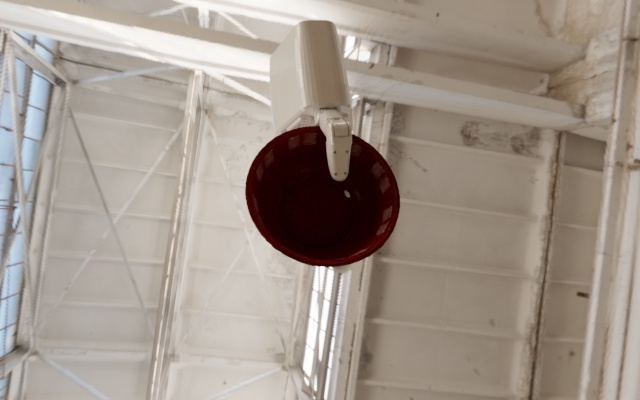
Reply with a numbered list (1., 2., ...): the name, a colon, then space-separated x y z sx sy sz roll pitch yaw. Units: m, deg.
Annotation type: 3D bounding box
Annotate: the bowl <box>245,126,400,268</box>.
1. bowl: 0.000 0.003 0.512 0.162 0.162 0.055 0 -26 -11
